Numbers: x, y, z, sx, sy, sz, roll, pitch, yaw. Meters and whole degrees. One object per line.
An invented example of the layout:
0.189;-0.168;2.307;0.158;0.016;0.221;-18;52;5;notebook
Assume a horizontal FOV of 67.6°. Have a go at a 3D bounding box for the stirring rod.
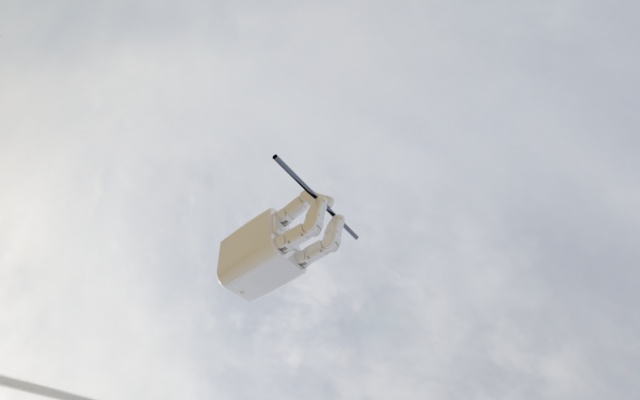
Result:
0.000;0.002;0.708;0.011;0.011;0.240;0;-30;35;stirring rod
